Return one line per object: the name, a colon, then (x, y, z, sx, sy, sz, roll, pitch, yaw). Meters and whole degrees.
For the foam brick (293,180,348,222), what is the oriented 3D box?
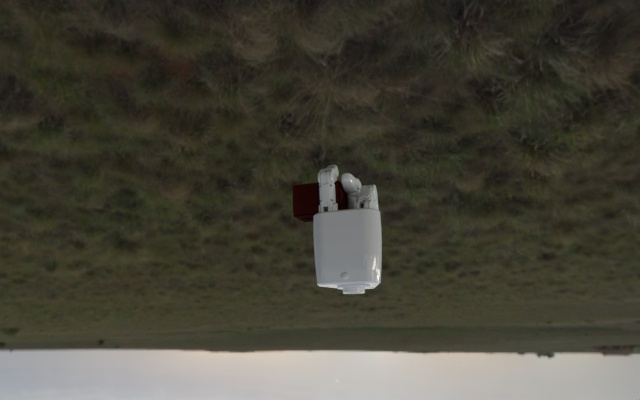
foam brick: (0.000, 0.002, 0.752, 0.078, 0.051, 0.053, -6, -13, 17)
